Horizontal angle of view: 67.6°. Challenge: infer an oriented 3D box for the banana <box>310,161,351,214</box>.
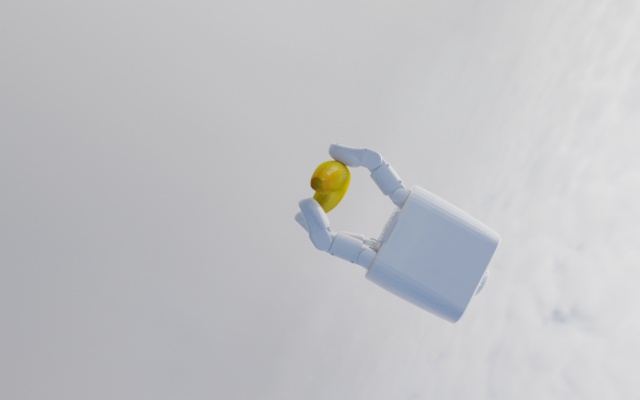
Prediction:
[{"bbox_3d":[0.010,-0.012,0.568,0.037,0.069,0.198,32,-16,5],"label":"banana"}]
